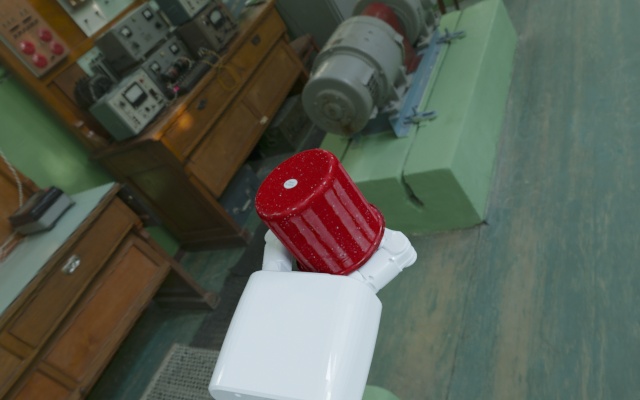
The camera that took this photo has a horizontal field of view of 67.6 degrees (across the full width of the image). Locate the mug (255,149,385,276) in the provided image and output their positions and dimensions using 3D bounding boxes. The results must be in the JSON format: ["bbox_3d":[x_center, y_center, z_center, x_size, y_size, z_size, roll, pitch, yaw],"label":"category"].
[{"bbox_3d":[0.000,0.000,0.424,0.093,0.117,0.081,-14,-50,31],"label":"mug"}]
